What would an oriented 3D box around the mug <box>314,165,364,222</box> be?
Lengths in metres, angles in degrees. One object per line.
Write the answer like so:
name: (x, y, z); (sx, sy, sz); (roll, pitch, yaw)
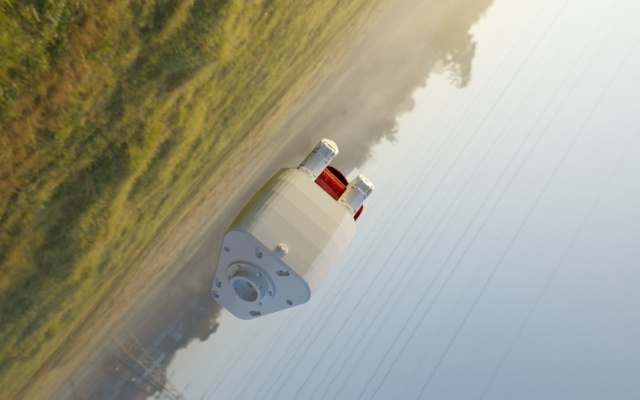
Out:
mug: (0.001, 0.001, 0.564); (0.093, 0.081, 0.117); (-44, 5, 41)
